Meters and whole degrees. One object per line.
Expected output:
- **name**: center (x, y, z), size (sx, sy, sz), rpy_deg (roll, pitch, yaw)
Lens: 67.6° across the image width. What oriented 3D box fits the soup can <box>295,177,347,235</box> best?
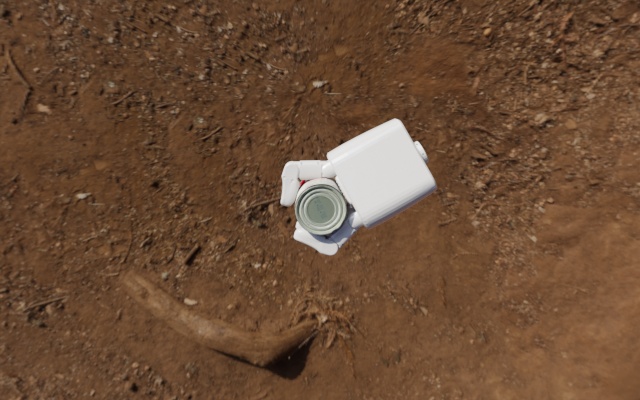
- **soup can**: center (0.000, 0.002, 0.644), size (0.068, 0.068, 0.102), rpy_deg (0, 12, -1)
